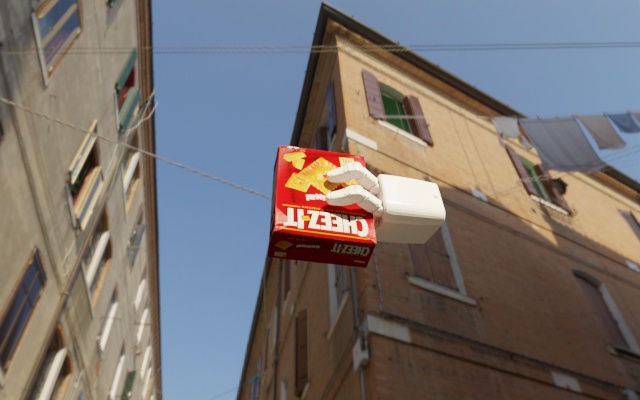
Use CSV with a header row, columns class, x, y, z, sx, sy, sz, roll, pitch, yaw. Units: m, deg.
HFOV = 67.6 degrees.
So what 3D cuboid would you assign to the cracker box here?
class,x,y,z,sx,sy,sz,roll,pitch,yaw
cracker box,0.000,0.003,0.814,0.164,0.072,0.213,7,43,-9
